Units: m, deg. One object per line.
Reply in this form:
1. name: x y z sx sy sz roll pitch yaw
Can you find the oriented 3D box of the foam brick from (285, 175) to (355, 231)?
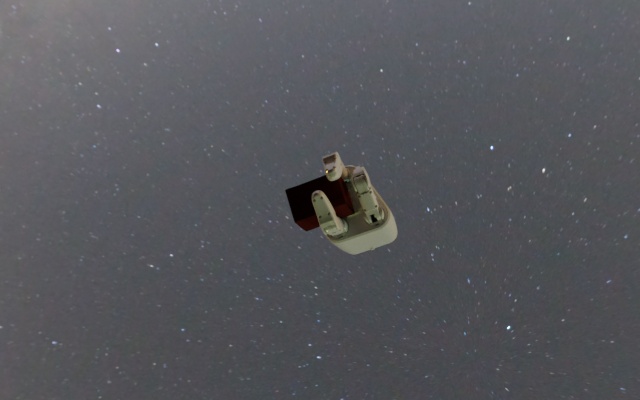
1. foam brick: 0.000 0.002 0.665 0.078 0.053 0.051 -20 -22 10
